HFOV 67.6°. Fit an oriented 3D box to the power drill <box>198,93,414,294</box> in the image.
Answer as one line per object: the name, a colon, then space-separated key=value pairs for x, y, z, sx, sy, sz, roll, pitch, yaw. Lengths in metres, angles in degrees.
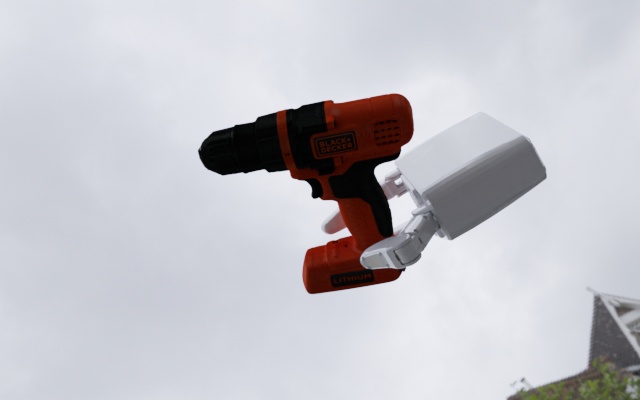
power drill: x=0.000 y=0.002 z=0.442 sx=0.184 sy=0.188 sz=0.057 roll=-9 pitch=35 yaw=7
